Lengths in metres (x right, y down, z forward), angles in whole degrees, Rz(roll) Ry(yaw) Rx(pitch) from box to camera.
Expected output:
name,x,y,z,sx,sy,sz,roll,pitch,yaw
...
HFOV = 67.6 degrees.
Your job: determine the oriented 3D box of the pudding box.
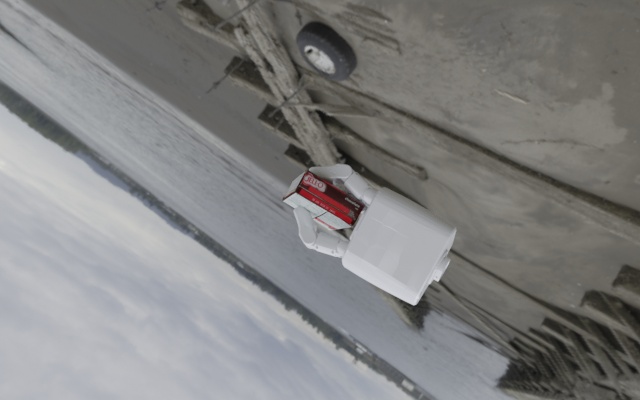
name,x,y,z,sx,sy,sz,roll,pitch,yaw
pudding box,0.000,0.002,0.654,0.090,0.039,0.113,32,-13,-9
